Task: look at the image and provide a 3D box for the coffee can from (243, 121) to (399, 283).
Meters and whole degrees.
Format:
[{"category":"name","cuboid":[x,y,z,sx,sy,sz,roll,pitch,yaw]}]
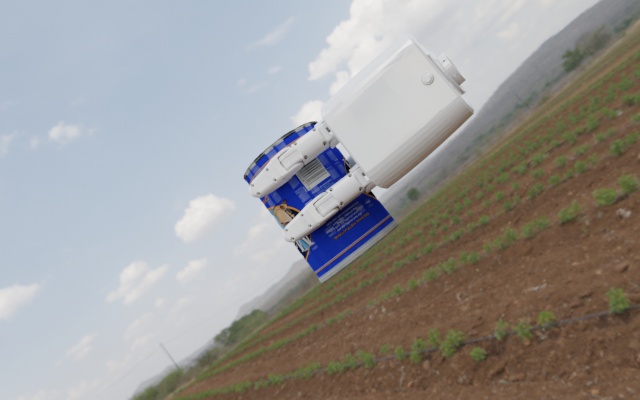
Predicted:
[{"category":"coffee can","cuboid":[0.000,0.002,0.512,0.103,0.140,0.103,-37,-6,-5]}]
